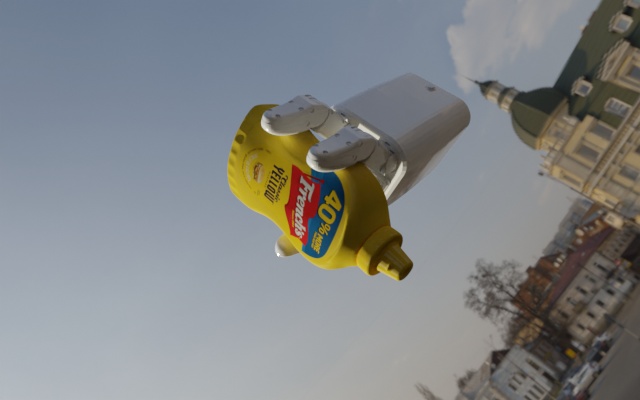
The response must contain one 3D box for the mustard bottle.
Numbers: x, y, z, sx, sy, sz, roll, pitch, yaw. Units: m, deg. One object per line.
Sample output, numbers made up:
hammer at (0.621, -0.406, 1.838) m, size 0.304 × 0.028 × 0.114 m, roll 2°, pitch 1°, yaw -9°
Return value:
mustard bottle at (0.000, 0.001, 0.404) m, size 0.191 × 0.096 × 0.058 m, roll 39°, pitch 31°, yaw 29°
